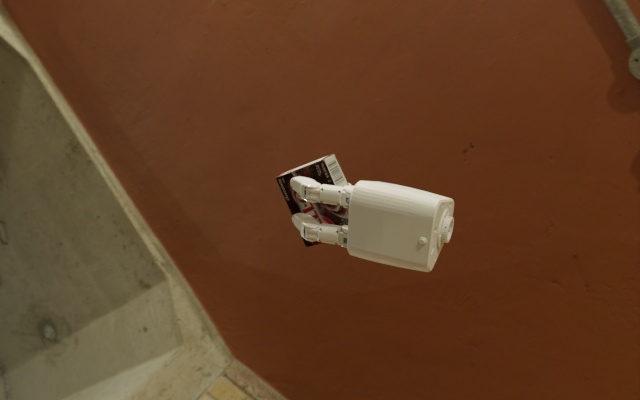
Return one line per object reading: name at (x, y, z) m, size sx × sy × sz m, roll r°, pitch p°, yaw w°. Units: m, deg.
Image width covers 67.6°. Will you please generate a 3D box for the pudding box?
pudding box at (0.000, 0.002, 0.662) m, size 0.090 × 0.113 × 0.039 m, roll -18°, pitch 7°, yaw 36°
